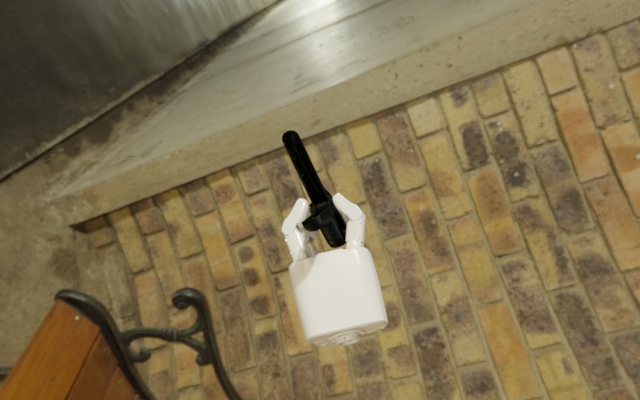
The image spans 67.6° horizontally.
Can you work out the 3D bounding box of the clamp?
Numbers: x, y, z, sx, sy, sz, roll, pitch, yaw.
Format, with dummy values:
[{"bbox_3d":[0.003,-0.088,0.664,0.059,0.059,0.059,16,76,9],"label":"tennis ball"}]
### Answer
[{"bbox_3d":[0.001,0.002,0.707,0.036,0.164,0.210,-21,-28,10],"label":"clamp"}]
